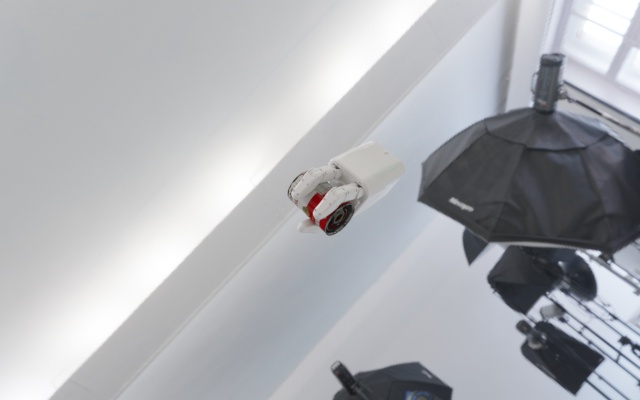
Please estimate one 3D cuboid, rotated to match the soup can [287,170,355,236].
[{"bbox_3d":[0.000,0.003,0.821,0.102,0.068,0.068,42,22,27],"label":"soup can"}]
